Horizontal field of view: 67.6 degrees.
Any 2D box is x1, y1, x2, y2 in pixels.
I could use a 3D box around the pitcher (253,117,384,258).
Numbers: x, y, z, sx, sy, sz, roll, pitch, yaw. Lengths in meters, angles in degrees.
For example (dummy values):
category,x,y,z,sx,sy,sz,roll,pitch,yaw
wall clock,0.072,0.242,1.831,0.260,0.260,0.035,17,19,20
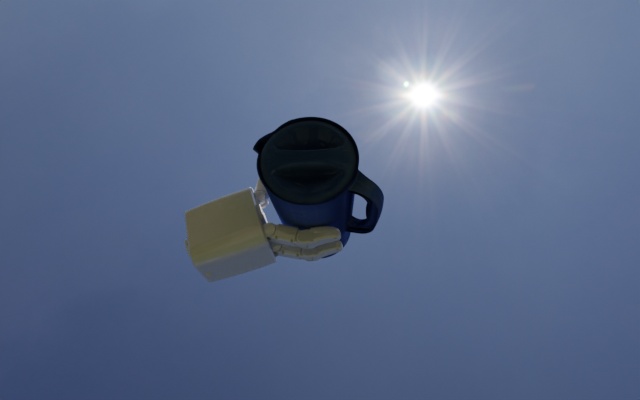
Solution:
category,x,y,z,sx,sy,sz,roll,pitch,yaw
pitcher,0.000,0.002,0.711,0.145,0.149,0.243,-19,-27,-5
